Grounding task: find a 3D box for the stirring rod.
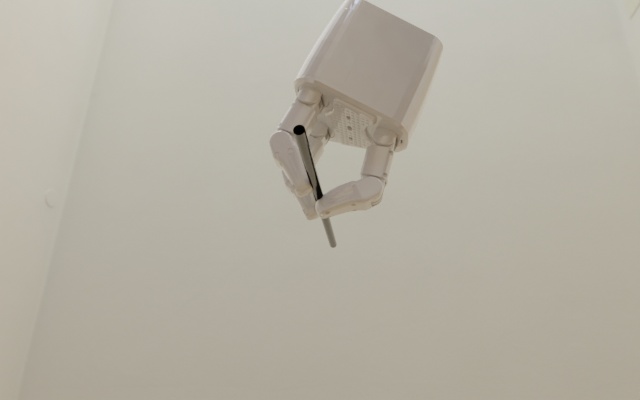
[{"bbox_3d":[0.000,0.001,0.421,0.011,0.011,0.240,0,-23,7],"label":"stirring rod"}]
